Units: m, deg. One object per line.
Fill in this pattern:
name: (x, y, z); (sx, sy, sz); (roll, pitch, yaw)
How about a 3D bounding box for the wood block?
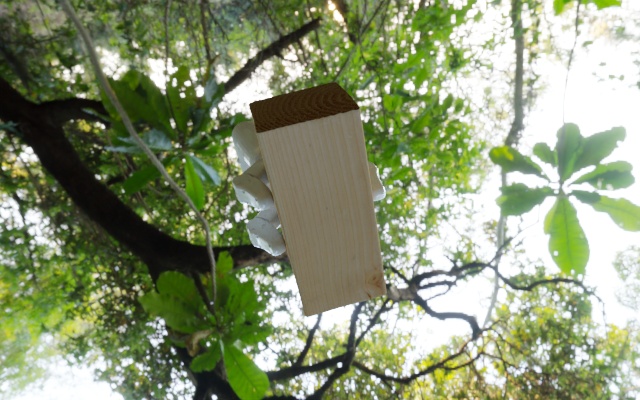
wood block: (0.000, 0.001, 0.477); (0.091, 0.206, 0.090); (-15, 30, -5)
